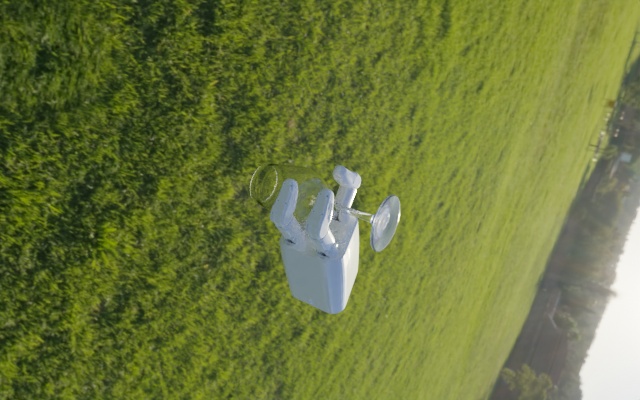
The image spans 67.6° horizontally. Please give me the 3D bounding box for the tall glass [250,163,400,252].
[{"bbox_3d":[0.001,0.002,0.642,0.201,0.079,0.079,18,9,30],"label":"tall glass"}]
